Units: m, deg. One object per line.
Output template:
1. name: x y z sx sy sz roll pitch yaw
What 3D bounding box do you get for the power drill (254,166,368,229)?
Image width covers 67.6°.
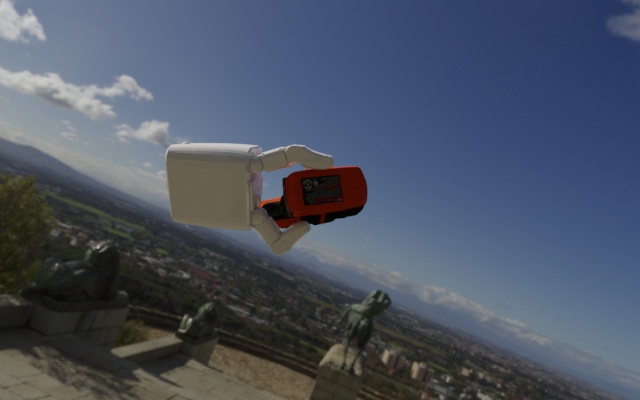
1. power drill: 0.000 0.002 0.680 0.184 0.057 0.188 -9 -10 -17
